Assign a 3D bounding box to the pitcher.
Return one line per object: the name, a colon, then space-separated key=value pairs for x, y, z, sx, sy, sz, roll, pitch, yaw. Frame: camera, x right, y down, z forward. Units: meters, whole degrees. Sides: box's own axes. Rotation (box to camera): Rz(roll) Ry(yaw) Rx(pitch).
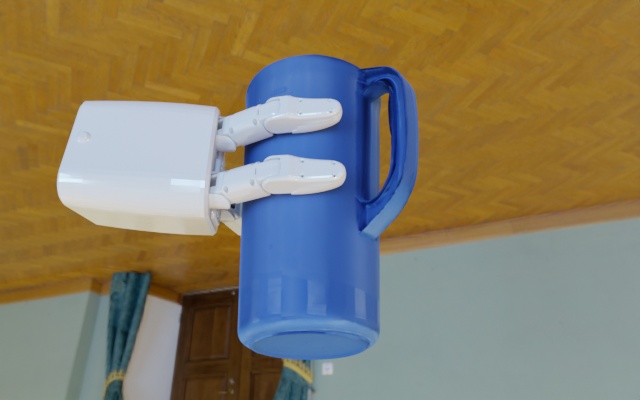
pitcher: x=0.000 y=0.001 z=0.410 sx=0.145 sy=0.242 sz=0.149 roll=4 pitch=-29 yaw=-6
